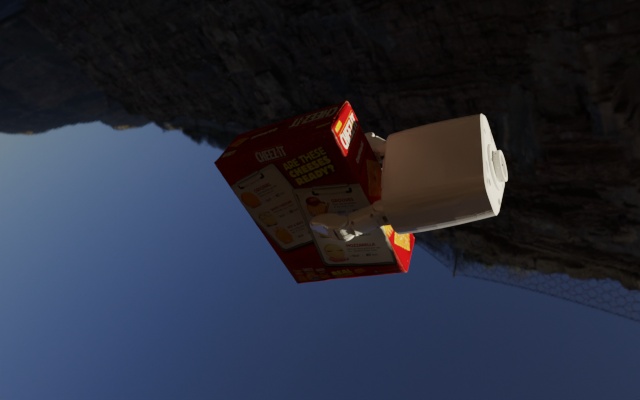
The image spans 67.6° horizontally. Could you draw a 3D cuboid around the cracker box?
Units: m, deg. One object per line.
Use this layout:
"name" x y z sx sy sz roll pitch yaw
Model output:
"cracker box" 0.000 0.002 0.587 0.164 0.214 0.072 -11 34 30
